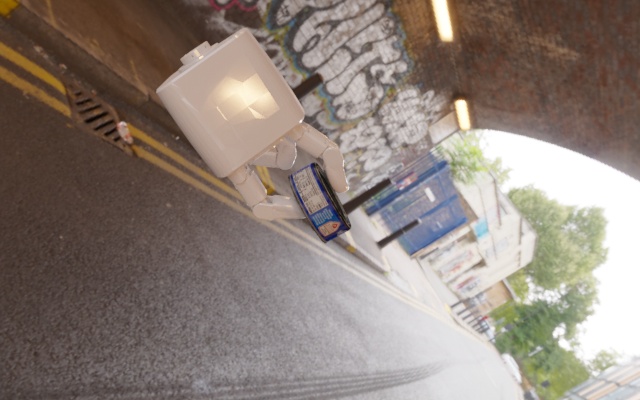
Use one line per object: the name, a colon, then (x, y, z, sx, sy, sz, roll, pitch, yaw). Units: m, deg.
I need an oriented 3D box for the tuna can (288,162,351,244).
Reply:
tuna can: (0.001, 0.001, 0.524, 0.034, 0.086, 0.086, -29, -4, 6)
